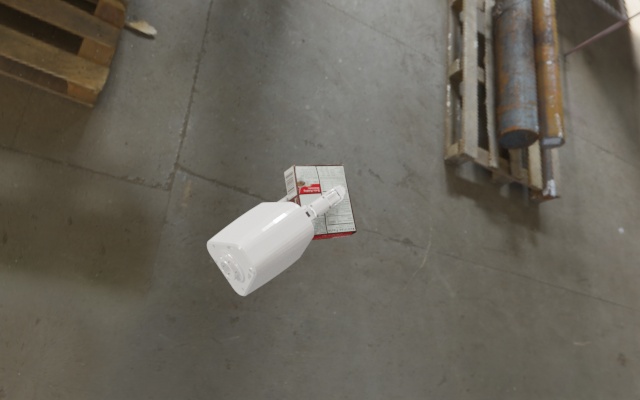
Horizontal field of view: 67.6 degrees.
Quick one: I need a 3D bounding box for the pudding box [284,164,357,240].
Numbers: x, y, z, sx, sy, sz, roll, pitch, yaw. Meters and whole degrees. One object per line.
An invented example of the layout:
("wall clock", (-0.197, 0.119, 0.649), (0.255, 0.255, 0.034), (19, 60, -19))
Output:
("pudding box", (0.000, 0.002, 0.723), (0.090, 0.113, 0.039), (-3, -14, -29))
